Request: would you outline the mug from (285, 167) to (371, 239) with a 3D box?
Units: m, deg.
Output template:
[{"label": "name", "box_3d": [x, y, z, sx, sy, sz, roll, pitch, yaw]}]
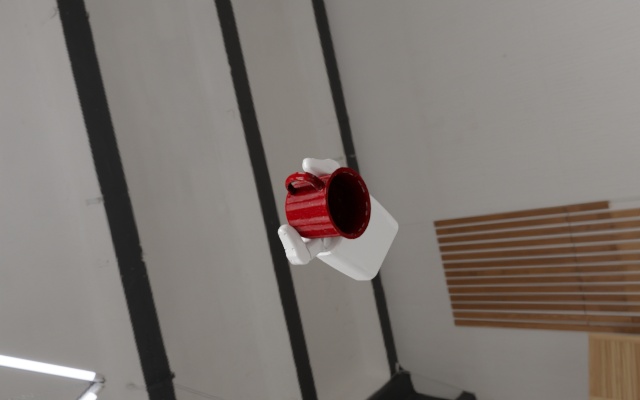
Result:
[{"label": "mug", "box_3d": [-0.001, 0.001, 0.626, 0.081, 0.093, 0.117, -10, -37, 41]}]
